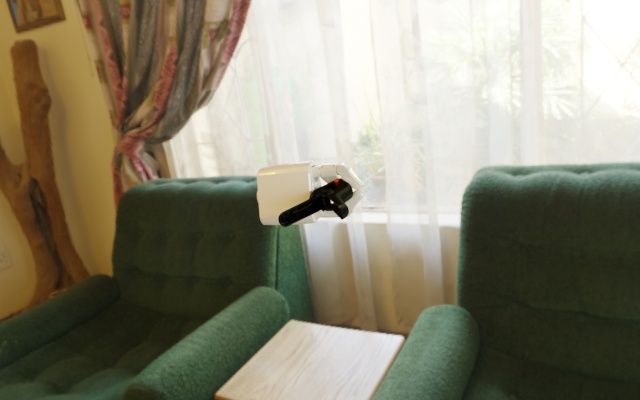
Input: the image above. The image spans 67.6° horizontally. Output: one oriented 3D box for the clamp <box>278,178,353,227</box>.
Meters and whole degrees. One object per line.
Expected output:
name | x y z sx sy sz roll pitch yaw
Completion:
clamp | 0.000 0.002 0.820 0.120 0.039 0.171 -5 16 14
